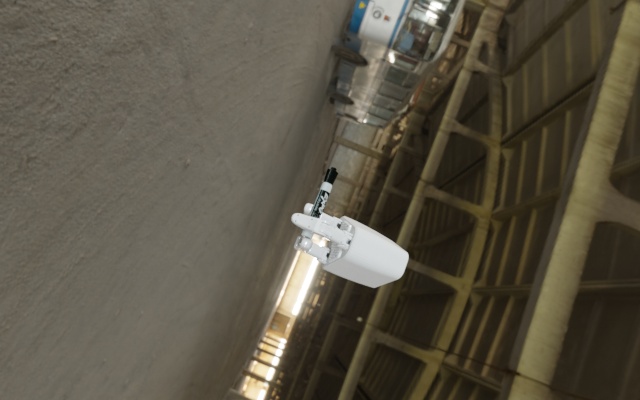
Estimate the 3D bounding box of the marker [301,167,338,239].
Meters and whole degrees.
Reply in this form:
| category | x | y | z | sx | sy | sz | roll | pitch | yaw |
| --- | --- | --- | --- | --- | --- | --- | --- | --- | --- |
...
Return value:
| category | x | y | z | sx | sy | sz | roll | pitch | yaw |
| --- | --- | --- | --- | --- | --- | --- | --- | --- | --- |
| marker | 0.000 | 0.002 | 0.764 | 0.020 | 0.121 | 0.020 | 21 | -11 | 4 |
